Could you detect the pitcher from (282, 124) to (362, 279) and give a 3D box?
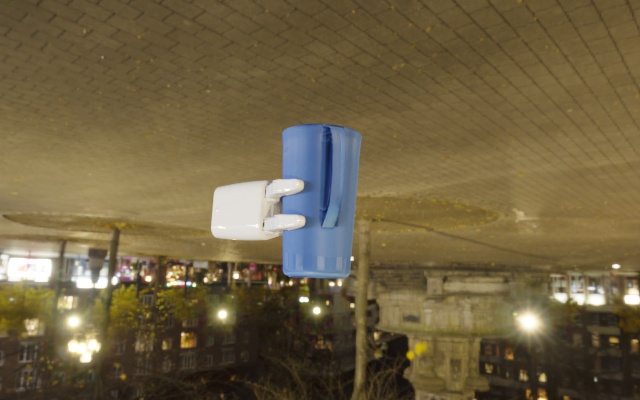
[{"bbox_3d":[0.000,0.003,0.772,0.145,0.242,0.149,-3,-10,29],"label":"pitcher"}]
